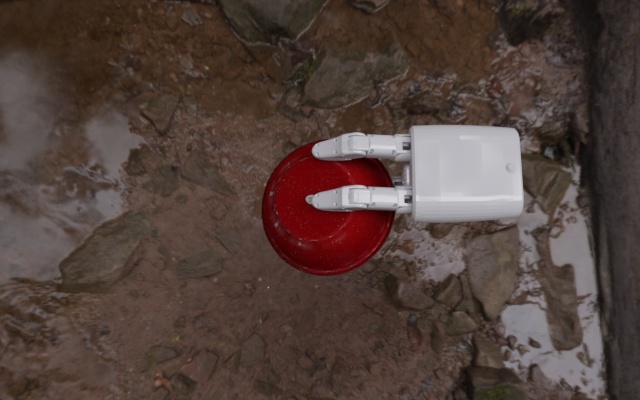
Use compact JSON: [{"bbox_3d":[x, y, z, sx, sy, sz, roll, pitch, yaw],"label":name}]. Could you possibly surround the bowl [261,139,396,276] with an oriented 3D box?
[{"bbox_3d":[-0.001,0.002,0.530,0.162,0.162,0.055,0,-10,16],"label":"bowl"}]
